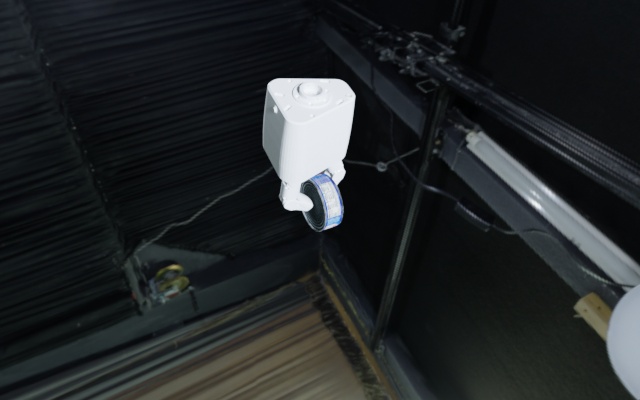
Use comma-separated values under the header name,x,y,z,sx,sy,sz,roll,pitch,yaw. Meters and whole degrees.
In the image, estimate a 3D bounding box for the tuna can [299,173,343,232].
name,x,y,z,sx,sy,sz,roll,pitch,yaw
tuna can,0.001,0.002,0.734,0.034,0.086,0.086,-17,7,-24
